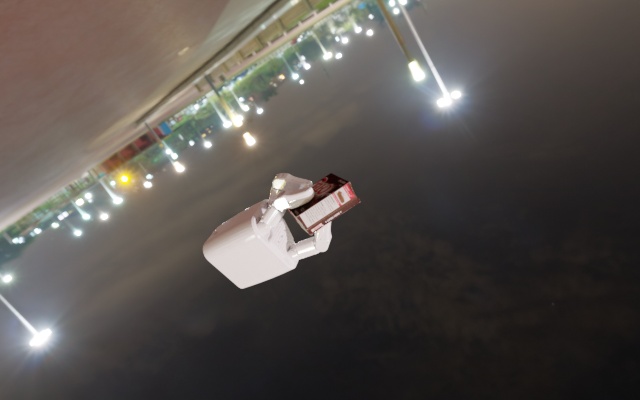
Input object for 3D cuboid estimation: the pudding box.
[{"bbox_3d":[0.000,0.002,0.708,0.090,0.039,0.113,-34,17,-5],"label":"pudding box"}]
